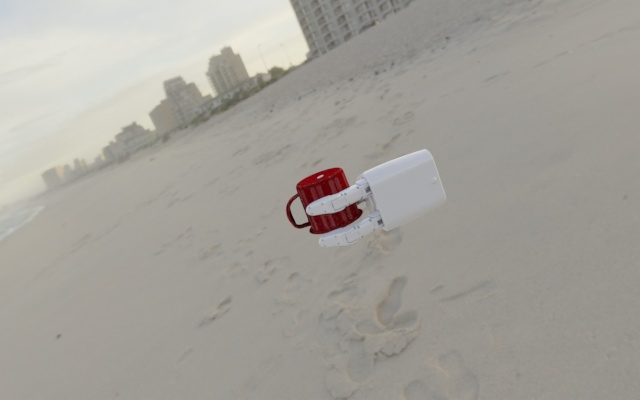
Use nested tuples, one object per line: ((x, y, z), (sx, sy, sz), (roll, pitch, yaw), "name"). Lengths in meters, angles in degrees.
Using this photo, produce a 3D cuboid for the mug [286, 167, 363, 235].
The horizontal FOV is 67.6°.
((-0.001, 0.003, 0.765), (0.117, 0.081, 0.093), (-23, 13, -6), "mug")
